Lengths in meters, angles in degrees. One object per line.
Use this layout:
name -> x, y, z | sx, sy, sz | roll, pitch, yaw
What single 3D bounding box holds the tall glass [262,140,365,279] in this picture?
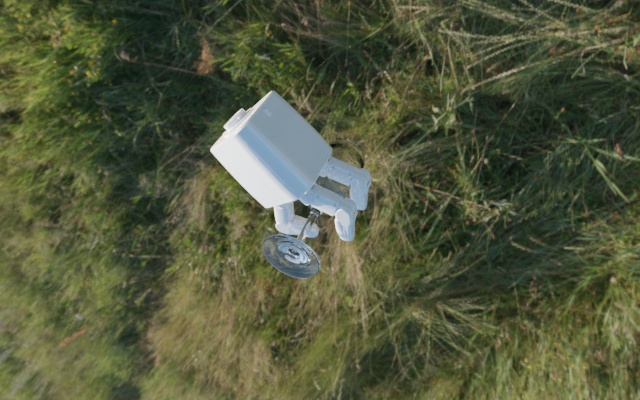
tall glass -> 0.000, 0.003, 0.629 | 0.079, 0.079, 0.201 | 0, 41, 28
